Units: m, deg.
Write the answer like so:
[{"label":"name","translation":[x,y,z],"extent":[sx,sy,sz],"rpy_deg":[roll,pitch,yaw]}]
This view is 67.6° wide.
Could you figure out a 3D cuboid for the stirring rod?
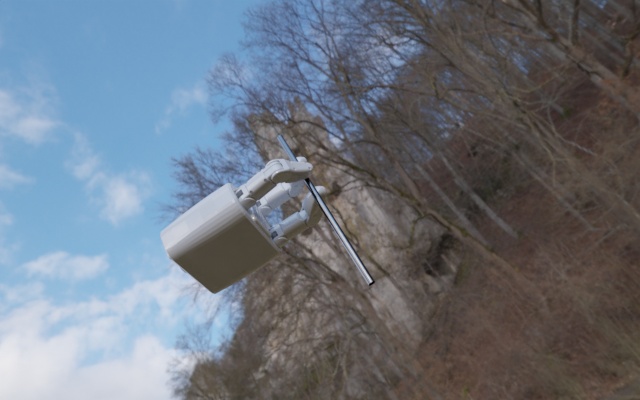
[{"label":"stirring rod","translation":[0.000,0.002,0.568],"extent":[0.011,0.239,0.011],"rpy_deg":[-22,-34,-16]}]
